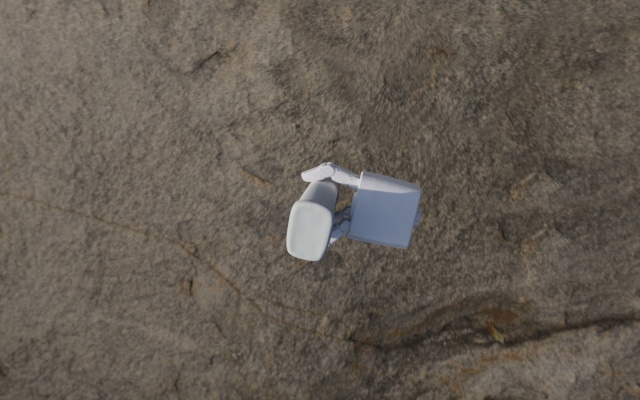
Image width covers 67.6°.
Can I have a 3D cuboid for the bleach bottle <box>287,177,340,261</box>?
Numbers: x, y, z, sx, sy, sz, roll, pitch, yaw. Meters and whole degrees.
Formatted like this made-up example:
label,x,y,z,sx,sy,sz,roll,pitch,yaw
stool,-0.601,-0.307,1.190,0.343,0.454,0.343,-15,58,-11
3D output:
label,x,y,z,sx,sy,sz,roll,pitch,yaw
bleach bottle,0.000,0.003,0.833,0.068,0.103,0.250,13,24,3
